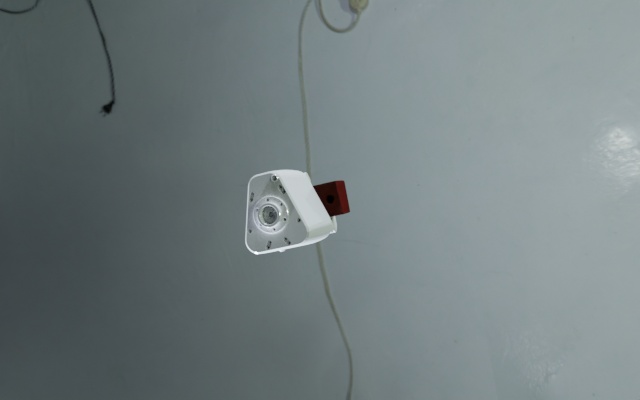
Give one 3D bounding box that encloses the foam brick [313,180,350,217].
[{"bbox_3d":[0.000,0.002,0.741,0.078,0.053,0.051,-13,-2,16],"label":"foam brick"}]
